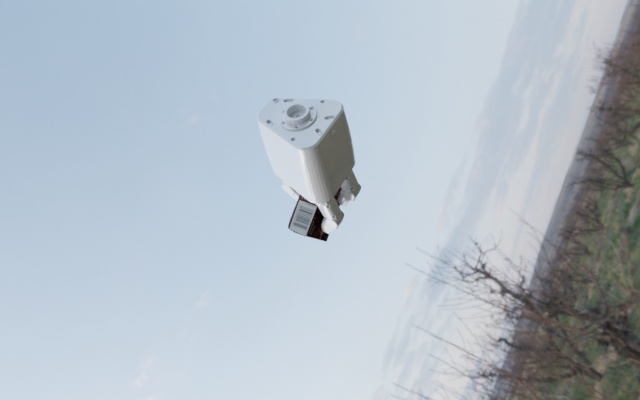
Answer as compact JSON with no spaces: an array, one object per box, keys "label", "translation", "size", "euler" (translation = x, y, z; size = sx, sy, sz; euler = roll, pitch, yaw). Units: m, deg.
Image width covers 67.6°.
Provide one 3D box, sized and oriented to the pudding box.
[{"label":"pudding box","translation":[0.000,0.002,0.732],"size":[0.039,0.113,0.090],"euler":[22,-1,23]}]
